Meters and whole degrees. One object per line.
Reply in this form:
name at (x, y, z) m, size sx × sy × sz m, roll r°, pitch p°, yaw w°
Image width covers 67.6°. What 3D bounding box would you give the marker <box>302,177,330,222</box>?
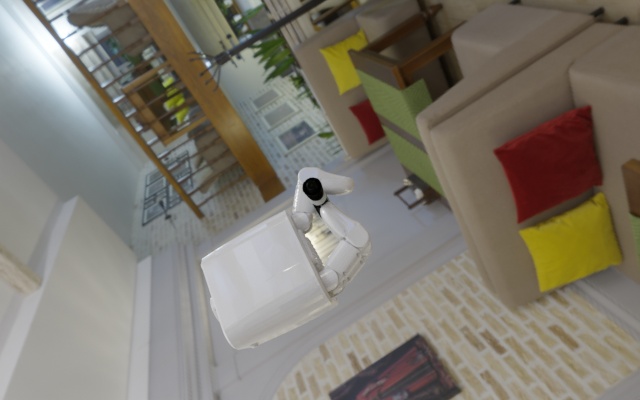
marker at (0.000, 0.002, 0.494) m, size 0.020 × 0.020 × 0.121 m, roll 0°, pitch -15°, yaw 9°
